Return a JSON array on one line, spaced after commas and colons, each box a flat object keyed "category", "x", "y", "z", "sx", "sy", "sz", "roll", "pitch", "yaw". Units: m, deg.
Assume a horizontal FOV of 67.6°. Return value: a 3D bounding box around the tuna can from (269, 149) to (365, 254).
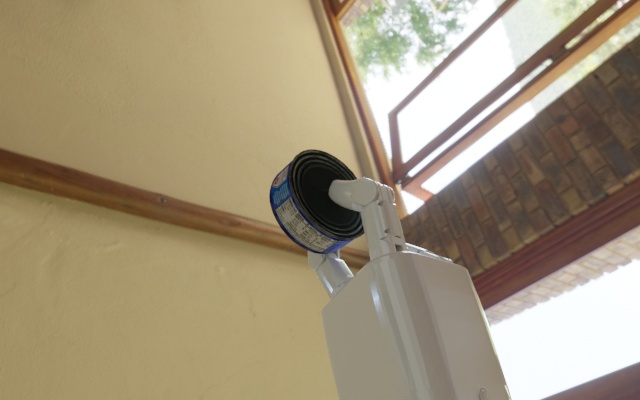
[{"category": "tuna can", "x": 0.000, "y": 0.002, "z": 0.406, "sx": 0.086, "sy": 0.086, "sz": 0.034, "roll": 0, "pitch": -29, "yaw": -44}]
